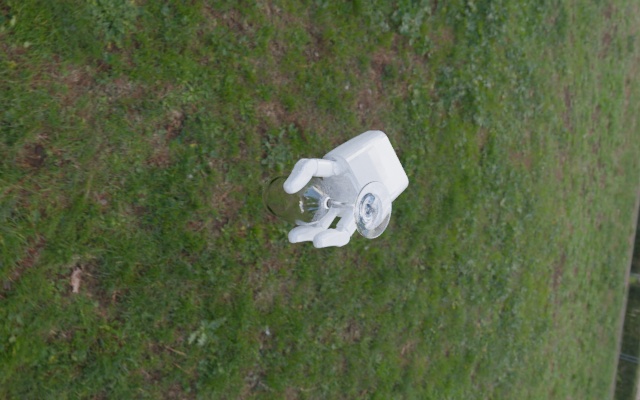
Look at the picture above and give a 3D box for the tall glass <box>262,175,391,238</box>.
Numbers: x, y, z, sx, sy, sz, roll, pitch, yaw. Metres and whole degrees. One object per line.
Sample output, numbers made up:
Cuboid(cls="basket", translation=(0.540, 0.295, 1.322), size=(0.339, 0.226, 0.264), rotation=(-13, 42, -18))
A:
Cuboid(cls="tall glass", translation=(0.000, 0.002, 0.685), size=(0.079, 0.079, 0.201), rotation=(0, 6, -44))
